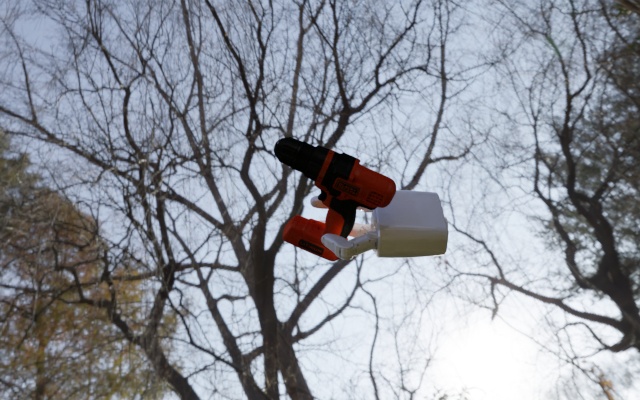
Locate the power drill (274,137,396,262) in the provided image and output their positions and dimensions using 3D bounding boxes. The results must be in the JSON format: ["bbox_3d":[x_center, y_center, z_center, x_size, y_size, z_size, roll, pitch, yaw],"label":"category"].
[{"bbox_3d":[0.000,0.003,0.727,0.184,0.057,0.188,24,-44,1],"label":"power drill"}]
